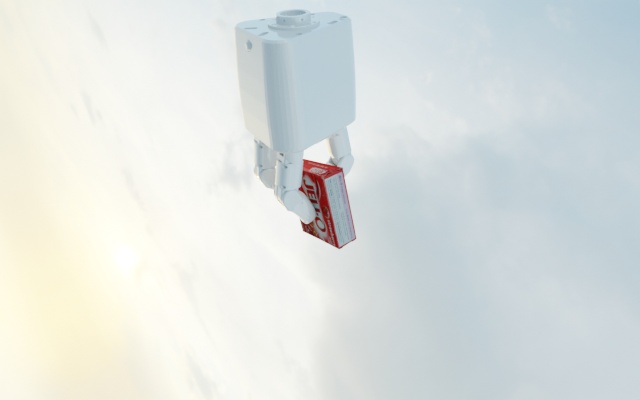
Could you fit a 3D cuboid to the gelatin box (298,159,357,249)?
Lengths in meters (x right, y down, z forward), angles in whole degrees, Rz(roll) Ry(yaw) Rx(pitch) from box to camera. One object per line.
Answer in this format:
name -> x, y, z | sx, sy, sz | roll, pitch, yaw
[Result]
gelatin box -> 0.001, 0.002, 0.533 | 0.030, 0.089, 0.073 | -27, 27, -28
